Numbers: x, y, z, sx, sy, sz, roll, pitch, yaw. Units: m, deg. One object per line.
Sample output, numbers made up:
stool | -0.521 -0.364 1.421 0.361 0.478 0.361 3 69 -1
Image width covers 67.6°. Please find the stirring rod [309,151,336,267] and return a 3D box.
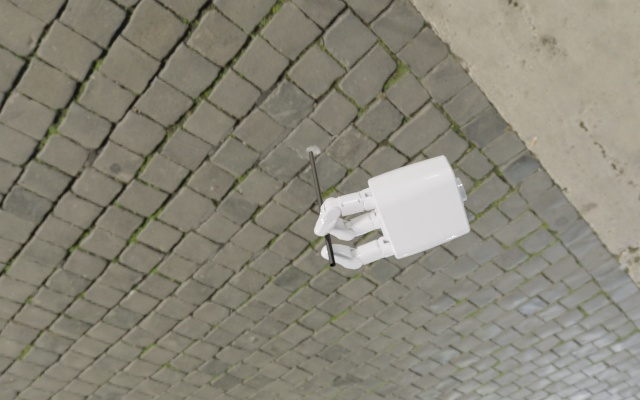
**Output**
stirring rod | 0.000 0.002 0.704 0.011 0.011 0.239 0 42 -10
